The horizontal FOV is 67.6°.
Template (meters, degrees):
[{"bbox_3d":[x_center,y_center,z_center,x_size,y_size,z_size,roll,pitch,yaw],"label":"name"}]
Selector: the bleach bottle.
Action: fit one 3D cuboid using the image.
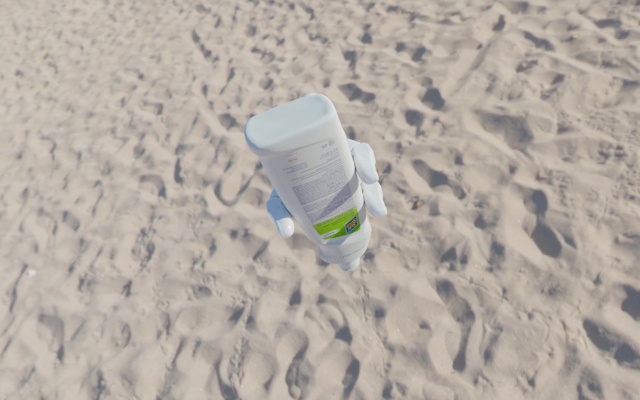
[{"bbox_3d":[0.000,0.002,0.576,0.102,0.251,0.068,-21,41,-1],"label":"bleach bottle"}]
